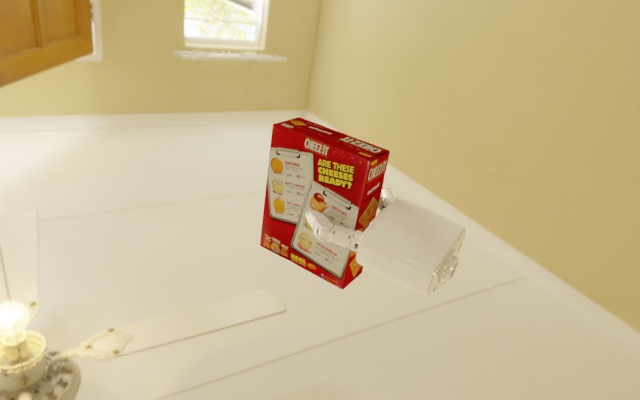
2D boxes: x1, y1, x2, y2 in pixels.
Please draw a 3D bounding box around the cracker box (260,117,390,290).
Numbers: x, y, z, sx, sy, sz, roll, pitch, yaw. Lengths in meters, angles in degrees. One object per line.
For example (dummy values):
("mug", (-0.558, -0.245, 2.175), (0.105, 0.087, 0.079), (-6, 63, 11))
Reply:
("cracker box", (0.000, 0.003, 0.719), (0.164, 0.214, 0.072), (24, 31, 26))
